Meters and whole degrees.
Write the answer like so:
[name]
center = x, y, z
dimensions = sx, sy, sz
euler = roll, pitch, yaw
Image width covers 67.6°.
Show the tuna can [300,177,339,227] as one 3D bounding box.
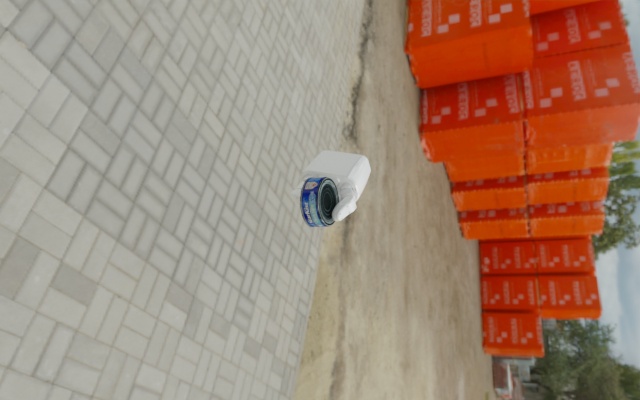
[tuna can]
center = 0.001, 0.003, 0.811
dimensions = 0.034, 0.086, 0.086
euler = -2, -1, 27
